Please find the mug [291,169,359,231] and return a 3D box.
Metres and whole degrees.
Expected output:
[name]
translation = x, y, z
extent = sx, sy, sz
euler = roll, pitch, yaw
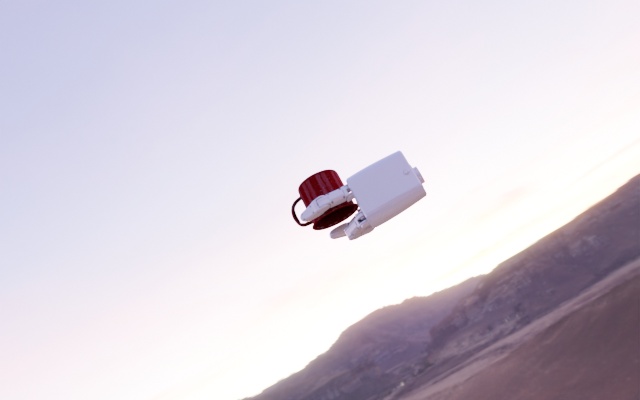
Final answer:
[mug]
translation = -0.001, 0.003, 0.870
extent = 0.117, 0.081, 0.093
euler = -30, -19, 8
